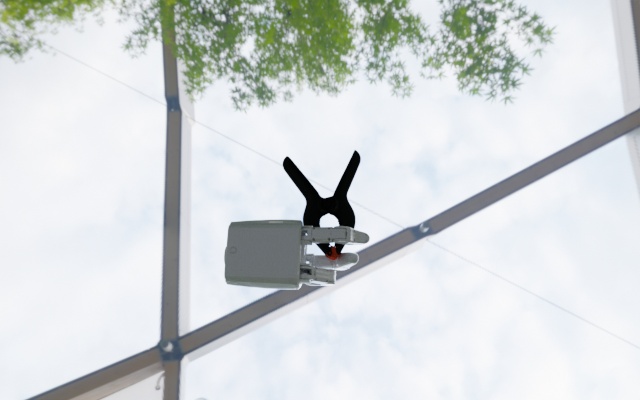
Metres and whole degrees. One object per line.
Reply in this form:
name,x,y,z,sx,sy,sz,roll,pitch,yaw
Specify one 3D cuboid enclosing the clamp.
clamp,0.000,0.003,0.720,0.120,0.171,0.039,1,-17,3
